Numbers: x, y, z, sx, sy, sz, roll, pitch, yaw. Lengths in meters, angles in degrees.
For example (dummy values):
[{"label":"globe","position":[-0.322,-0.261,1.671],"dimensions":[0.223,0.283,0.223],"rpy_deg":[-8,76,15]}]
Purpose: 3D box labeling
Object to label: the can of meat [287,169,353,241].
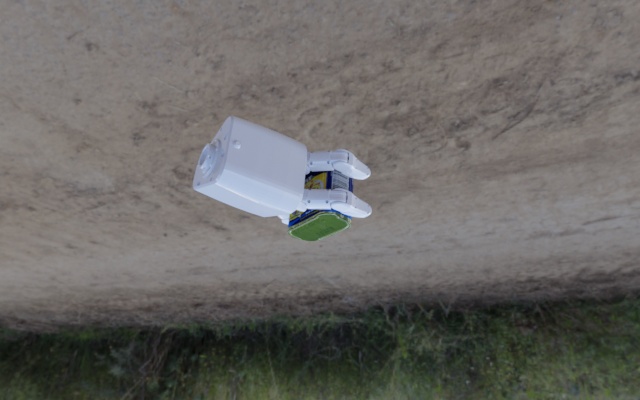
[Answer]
[{"label":"can of meat","position":[0.000,0.002,0.652],"dimensions":[0.057,0.084,0.102],"rpy_deg":[23,-33,-31]}]
